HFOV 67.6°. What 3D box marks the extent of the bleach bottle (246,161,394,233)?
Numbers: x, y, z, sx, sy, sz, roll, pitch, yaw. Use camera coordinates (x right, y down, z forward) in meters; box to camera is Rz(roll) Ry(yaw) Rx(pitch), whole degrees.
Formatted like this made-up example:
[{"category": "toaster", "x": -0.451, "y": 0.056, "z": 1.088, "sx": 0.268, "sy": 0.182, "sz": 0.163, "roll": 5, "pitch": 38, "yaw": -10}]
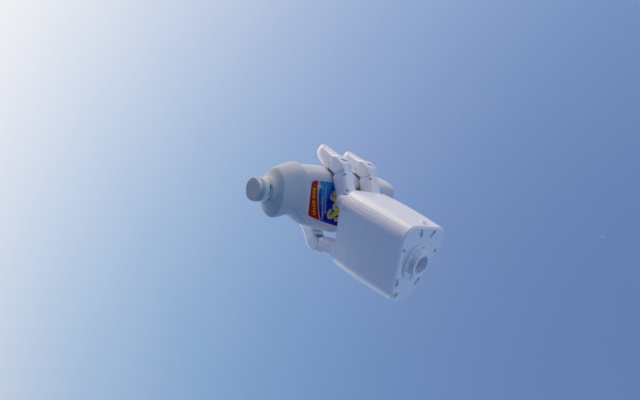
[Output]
[{"category": "bleach bottle", "x": 0.000, "y": 0.002, "z": 0.677, "sx": 0.251, "sy": 0.102, "sz": 0.068, "roll": 6, "pitch": 18, "yaw": -46}]
